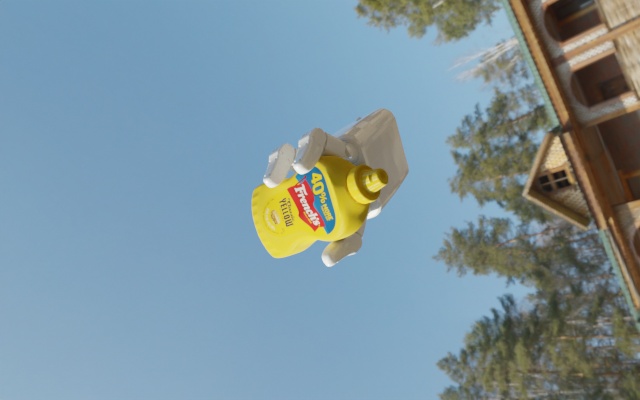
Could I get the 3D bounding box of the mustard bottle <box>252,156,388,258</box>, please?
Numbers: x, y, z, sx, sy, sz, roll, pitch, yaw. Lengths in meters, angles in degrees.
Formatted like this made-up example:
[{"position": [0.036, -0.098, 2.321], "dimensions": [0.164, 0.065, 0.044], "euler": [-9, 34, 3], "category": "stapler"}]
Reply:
[{"position": [0.000, 0.002, 0.551], "dimensions": [0.058, 0.096, 0.192], "euler": [-9, -10, -46], "category": "mustard bottle"}]
